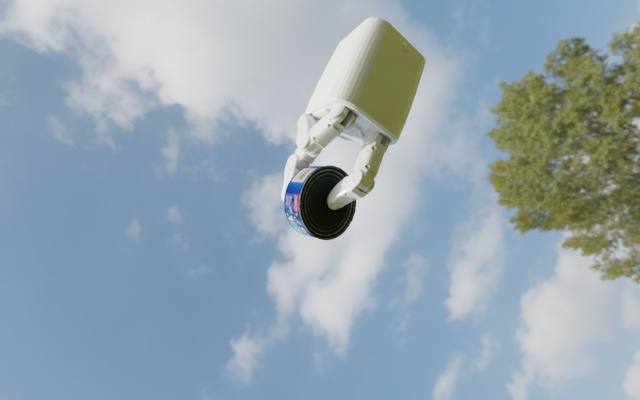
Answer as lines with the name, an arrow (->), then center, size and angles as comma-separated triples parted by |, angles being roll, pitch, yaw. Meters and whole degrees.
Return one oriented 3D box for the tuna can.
tuna can -> 0.000, 0.002, 0.556 | 0.086, 0.086, 0.034 | 0, 4, -40
